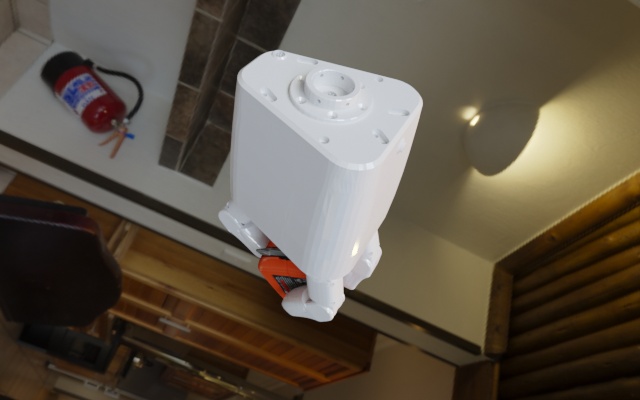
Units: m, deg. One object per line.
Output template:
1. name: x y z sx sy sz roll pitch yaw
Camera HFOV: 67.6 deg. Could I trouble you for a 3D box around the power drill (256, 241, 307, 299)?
1. power drill: 0.000 0.002 0.458 0.057 0.187 0.184 2 -27 14
